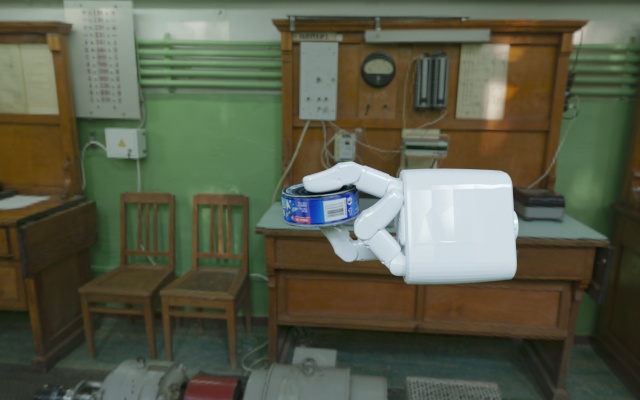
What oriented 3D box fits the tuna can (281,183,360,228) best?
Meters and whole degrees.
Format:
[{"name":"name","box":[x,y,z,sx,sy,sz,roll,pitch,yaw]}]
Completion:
[{"name":"tuna can","box":[0.000,0.001,0.525,0.086,0.034,0.086,-5,13,1]}]
